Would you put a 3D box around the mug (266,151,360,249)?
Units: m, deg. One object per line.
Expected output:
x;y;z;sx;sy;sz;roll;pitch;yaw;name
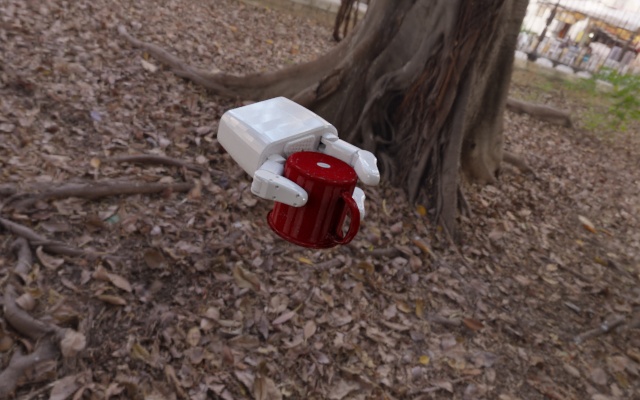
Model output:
0.001;0.002;0.532;0.093;0.081;0.117;-7;34;-41;mug
